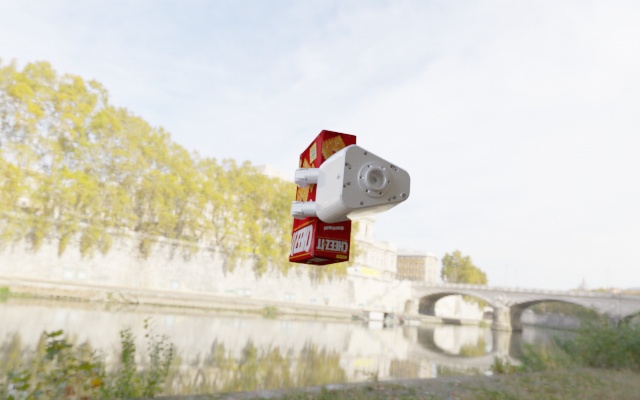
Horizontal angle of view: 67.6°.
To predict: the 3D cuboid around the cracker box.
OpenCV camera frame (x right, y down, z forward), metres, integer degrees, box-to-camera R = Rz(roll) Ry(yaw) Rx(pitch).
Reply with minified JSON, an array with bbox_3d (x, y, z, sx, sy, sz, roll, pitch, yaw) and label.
[{"bbox_3d":[0.000,0.003,0.845,0.072,0.213,0.164,9,-13,-15],"label":"cracker box"}]
